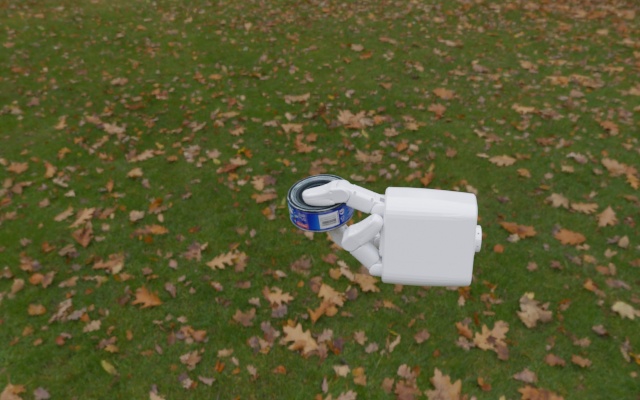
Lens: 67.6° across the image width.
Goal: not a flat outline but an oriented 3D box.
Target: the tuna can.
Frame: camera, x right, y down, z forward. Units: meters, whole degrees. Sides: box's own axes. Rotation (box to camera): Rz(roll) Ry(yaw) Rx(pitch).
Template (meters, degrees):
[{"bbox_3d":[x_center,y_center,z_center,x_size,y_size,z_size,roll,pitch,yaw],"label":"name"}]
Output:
[{"bbox_3d":[0.000,0.002,0.622,0.086,0.034,0.086,-6,36,4],"label":"tuna can"}]
